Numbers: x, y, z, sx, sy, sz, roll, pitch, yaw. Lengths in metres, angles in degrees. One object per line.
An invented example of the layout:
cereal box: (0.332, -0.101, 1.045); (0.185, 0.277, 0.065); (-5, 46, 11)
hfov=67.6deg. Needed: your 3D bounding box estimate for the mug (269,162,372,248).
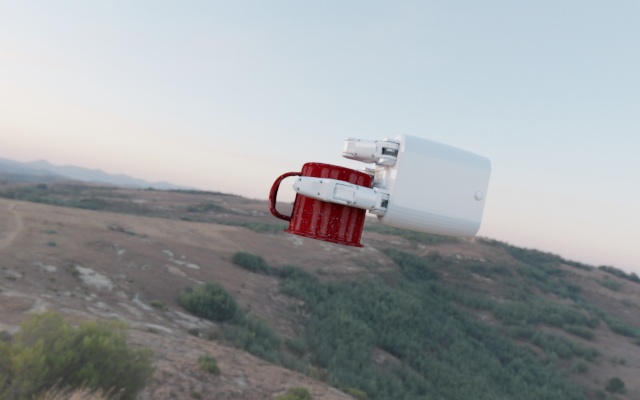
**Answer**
mug: (-0.001, 0.001, 0.537); (0.117, 0.081, 0.093); (12, -2, -11)
